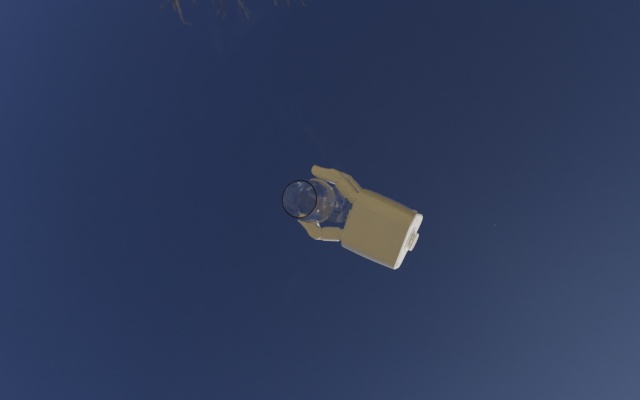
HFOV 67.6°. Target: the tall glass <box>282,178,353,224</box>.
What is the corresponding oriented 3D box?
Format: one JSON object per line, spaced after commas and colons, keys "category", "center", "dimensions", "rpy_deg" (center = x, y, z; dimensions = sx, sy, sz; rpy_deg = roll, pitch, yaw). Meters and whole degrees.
{"category": "tall glass", "center": [0.000, 0.003, 0.855], "dimensions": [0.079, 0.079, 0.201], "rpy_deg": [0, -3, 20]}
